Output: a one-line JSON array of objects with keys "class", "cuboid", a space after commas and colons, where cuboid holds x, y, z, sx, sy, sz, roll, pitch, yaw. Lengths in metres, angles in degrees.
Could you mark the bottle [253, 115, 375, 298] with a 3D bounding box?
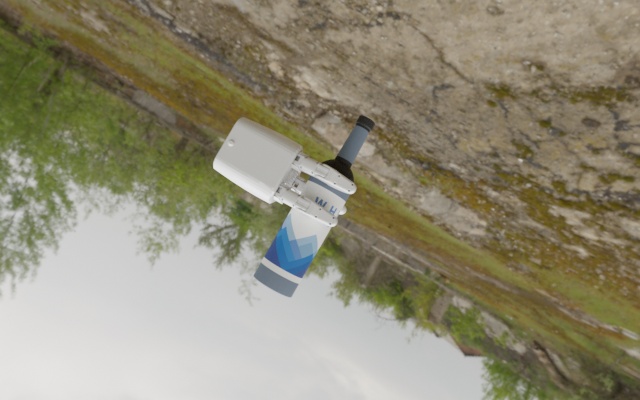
[{"class": "bottle", "cuboid": [0.000, 0.003, 0.730, 0.069, 0.295, 0.069, 30, -4, 2]}]
